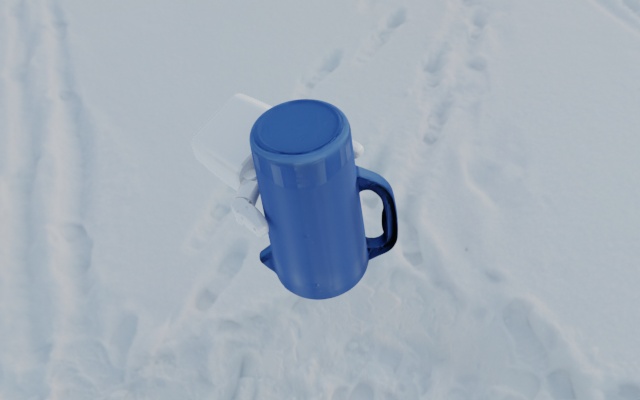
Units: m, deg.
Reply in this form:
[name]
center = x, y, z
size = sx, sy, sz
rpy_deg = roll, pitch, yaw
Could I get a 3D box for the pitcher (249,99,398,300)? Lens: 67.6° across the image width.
[pitcher]
center = 0.000, 0.002, 0.584
size = 0.145, 0.243, 0.149
rpy_deg = 33, 59, 31
